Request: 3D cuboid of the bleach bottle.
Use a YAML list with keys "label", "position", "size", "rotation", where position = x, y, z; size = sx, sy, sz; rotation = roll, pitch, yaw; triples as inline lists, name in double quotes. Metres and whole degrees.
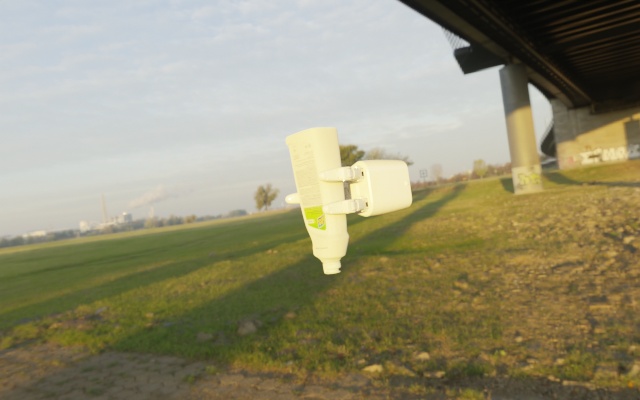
- label: "bleach bottle"
  position: [0.000, 0.003, 0.846]
  size: [0.068, 0.251, 0.102]
  rotation: [-7, -1, -35]
